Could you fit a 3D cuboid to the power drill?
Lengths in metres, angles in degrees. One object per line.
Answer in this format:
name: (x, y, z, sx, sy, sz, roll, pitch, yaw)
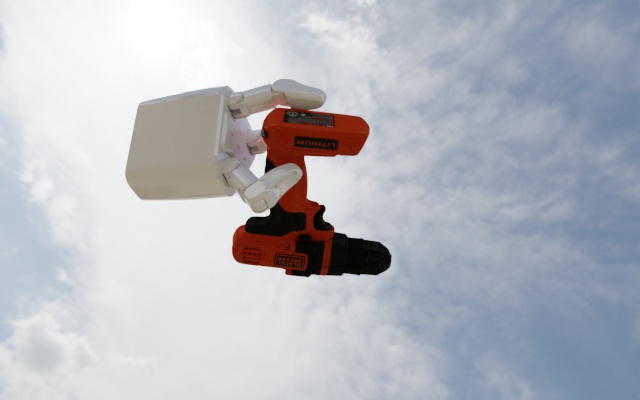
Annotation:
power drill: (0.000, 0.001, 0.514, 0.184, 0.188, 0.057, 6, 29, -6)
